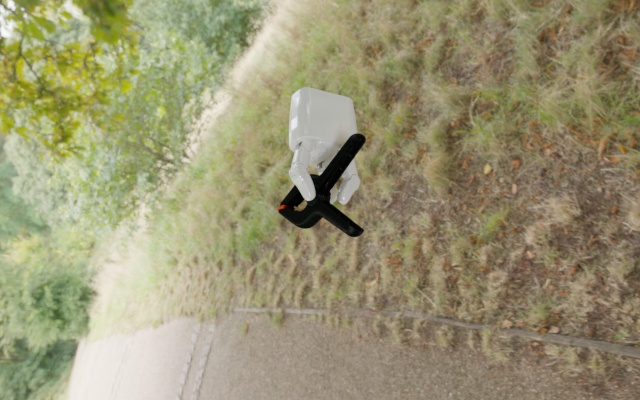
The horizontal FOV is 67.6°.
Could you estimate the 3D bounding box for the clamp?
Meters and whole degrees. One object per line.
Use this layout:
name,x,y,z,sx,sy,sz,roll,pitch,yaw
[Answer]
clamp,-0.001,0.002,0.777,0.036,0.164,0.210,19,-32,-36
